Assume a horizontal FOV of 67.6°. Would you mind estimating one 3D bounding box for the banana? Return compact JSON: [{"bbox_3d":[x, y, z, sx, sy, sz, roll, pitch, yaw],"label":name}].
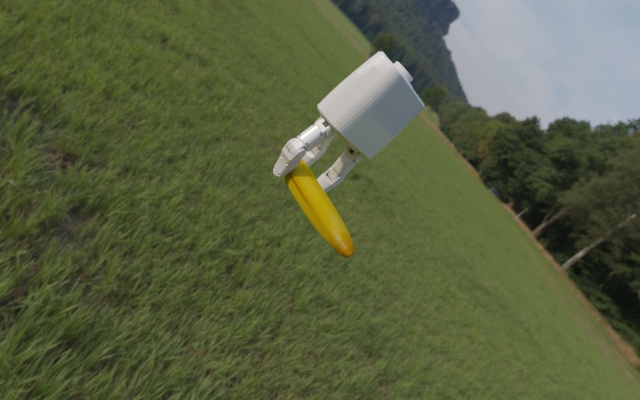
[{"bbox_3d":[-0.011,-0.008,0.639,0.037,0.197,0.070,-40,-42,10],"label":"banana"}]
